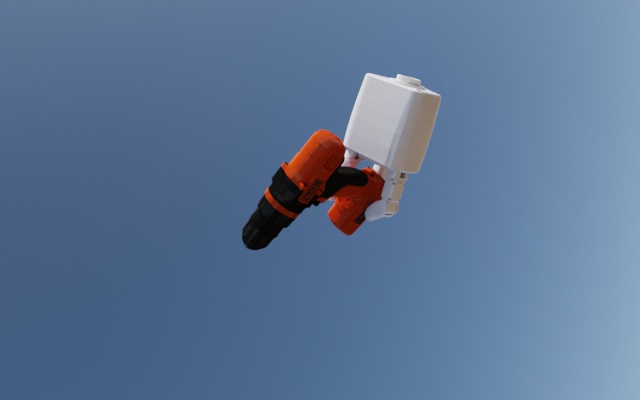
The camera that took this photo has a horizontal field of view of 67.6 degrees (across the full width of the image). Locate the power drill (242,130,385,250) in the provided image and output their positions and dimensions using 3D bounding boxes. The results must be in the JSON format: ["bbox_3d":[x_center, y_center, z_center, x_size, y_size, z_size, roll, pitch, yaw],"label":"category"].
[{"bbox_3d":[0.000,0.002,0.651,0.057,0.184,0.188,51,20,28],"label":"power drill"}]
